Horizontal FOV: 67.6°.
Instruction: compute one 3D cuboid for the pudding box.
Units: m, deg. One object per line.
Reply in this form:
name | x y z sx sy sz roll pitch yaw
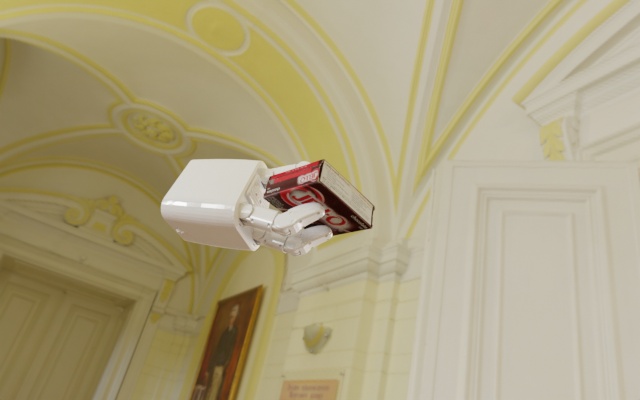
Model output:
pudding box | 0.000 0.002 0.593 0.090 0.039 0.113 -14 -38 38
